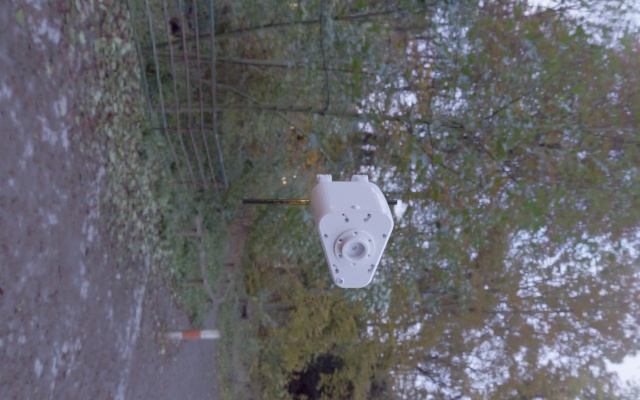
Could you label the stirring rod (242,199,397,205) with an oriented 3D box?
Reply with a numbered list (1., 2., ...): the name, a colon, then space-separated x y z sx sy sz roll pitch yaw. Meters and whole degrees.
1. stirring rod: 0.000 0.002 0.743 0.239 0.011 0.011 0 0 -4
